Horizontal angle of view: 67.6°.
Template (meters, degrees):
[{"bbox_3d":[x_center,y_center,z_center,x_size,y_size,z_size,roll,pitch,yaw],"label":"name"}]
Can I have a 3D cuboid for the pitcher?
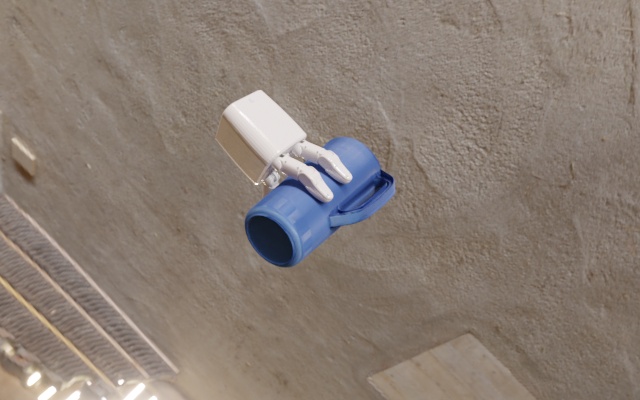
[{"bbox_3d":[0.000,0.002,0.777,0.242,0.145,0.149,-41,-1,-43],"label":"pitcher"}]
